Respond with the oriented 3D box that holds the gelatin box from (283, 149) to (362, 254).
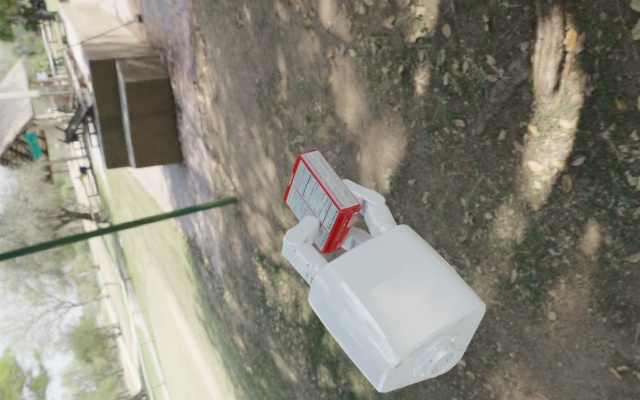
[{"bbox_3d":[0.000,0.002,0.515,0.030,0.089,0.073,-18,-33,-33],"label":"gelatin box"}]
